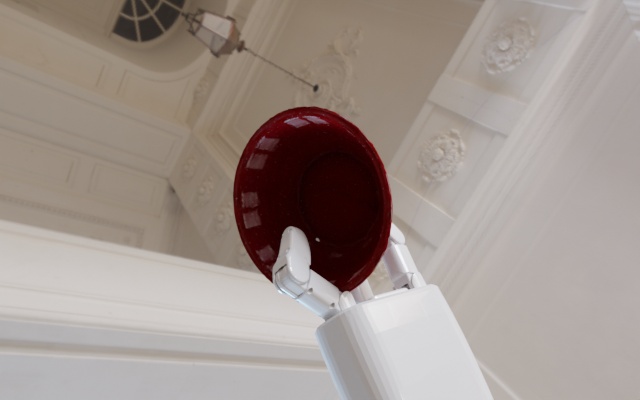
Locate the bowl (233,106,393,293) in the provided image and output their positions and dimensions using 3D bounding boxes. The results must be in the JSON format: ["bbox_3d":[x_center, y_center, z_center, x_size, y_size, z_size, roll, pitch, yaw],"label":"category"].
[{"bbox_3d":[0.000,0.000,0.418,0.162,0.162,0.055,0,6,34],"label":"bowl"}]
